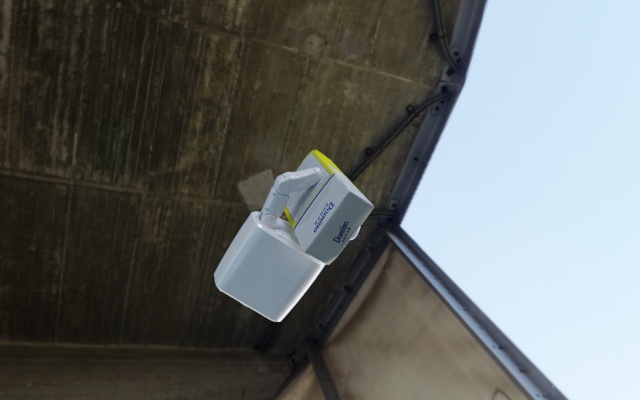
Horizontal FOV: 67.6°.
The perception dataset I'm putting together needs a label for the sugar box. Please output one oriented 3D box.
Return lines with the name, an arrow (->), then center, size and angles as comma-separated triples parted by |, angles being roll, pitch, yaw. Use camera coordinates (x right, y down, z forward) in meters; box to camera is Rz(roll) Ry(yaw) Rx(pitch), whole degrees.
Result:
sugar box -> 0.000, 0.002, 0.628 | 0.048, 0.093, 0.176 | 31, 11, -27
